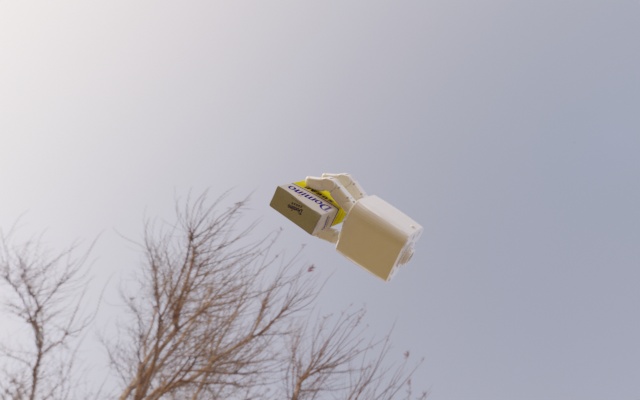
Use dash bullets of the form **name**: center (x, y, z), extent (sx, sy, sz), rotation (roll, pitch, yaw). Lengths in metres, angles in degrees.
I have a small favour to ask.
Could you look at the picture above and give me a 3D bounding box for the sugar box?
- **sugar box**: center (0.001, 0.002, 0.831), extent (0.093, 0.048, 0.176), rotation (34, 20, 20)
